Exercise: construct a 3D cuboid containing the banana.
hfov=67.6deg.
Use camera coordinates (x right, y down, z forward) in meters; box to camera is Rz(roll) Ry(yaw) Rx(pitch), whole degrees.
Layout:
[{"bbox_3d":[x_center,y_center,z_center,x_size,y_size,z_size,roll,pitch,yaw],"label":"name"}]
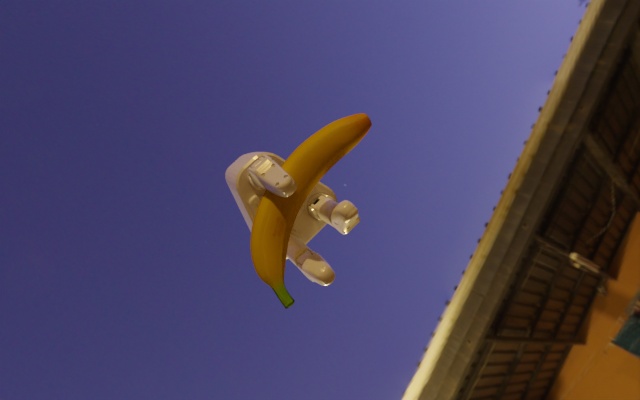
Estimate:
[{"bbox_3d":[-0.018,-0.003,0.456,0.069,0.198,0.037,23,-6,4],"label":"banana"}]
